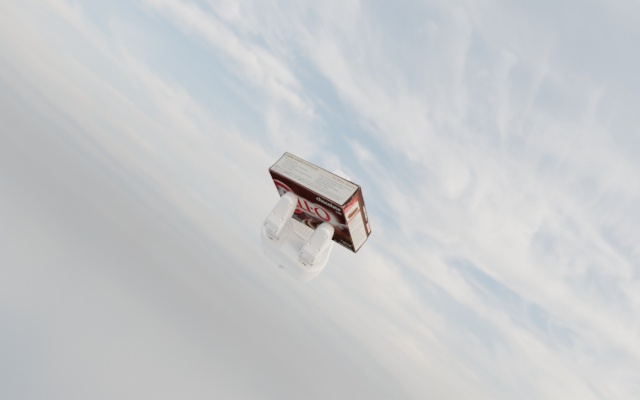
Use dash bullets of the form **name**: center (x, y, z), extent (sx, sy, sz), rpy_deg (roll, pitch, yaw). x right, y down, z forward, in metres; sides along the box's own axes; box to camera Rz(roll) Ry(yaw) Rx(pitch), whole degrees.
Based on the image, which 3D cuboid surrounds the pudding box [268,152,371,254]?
- **pudding box**: center (0.000, 0.002, 0.553), extent (0.113, 0.039, 0.090), rpy_deg (25, -27, 31)
